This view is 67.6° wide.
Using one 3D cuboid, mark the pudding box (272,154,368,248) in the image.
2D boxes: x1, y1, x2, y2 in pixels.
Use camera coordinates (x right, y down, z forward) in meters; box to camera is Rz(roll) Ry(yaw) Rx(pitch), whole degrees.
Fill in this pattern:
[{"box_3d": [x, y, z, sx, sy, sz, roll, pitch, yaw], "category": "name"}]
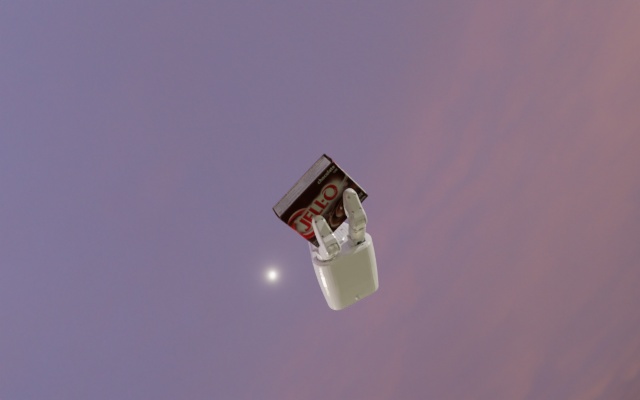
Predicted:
[{"box_3d": [0.000, 0.002, 0.695, 0.090, 0.113, 0.039, 40, 2, -38], "category": "pudding box"}]
